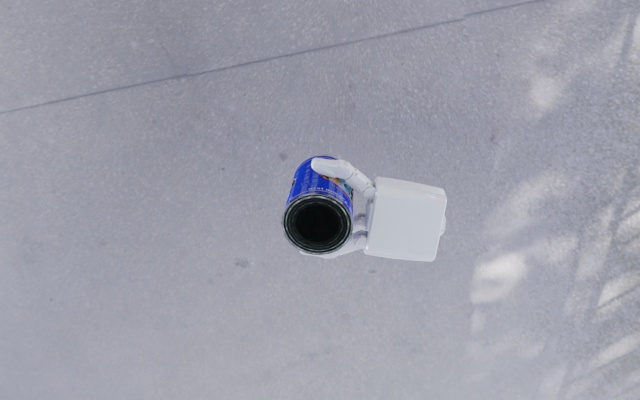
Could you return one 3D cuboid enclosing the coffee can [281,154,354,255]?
[{"bbox_3d":[0.000,0.002,0.733,0.103,0.103,0.140,0,28,5],"label":"coffee can"}]
